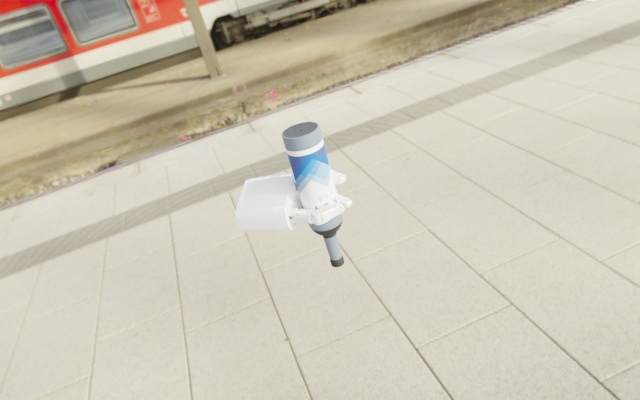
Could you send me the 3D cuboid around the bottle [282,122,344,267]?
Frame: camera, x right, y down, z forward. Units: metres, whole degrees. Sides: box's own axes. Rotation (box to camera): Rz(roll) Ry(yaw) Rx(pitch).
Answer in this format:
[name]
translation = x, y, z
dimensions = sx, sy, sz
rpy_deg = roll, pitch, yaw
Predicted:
[bottle]
translation = 0.000, 0.003, 0.884
dimensions = 0.069, 0.296, 0.069
rpy_deg = -12, 30, 7
